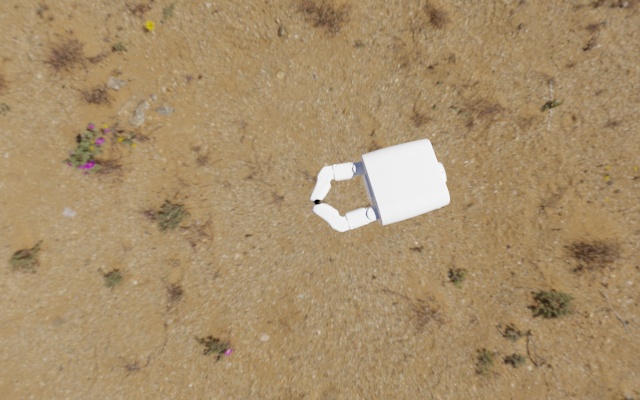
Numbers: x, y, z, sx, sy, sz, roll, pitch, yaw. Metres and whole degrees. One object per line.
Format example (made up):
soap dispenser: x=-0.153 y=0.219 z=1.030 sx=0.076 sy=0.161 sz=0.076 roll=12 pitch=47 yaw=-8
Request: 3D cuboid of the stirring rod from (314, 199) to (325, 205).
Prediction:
stirring rod: x=0.000 y=0.002 z=0.757 sx=0.011 sy=0.011 sz=0.239 roll=0 pitch=0 yaw=2
